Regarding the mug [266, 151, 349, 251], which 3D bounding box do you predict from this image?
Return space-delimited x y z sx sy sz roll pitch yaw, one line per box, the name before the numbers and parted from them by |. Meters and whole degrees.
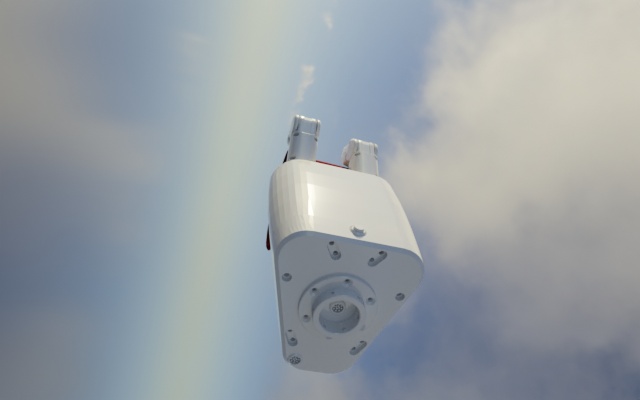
mug | 0.000 0.001 0.443 0.081 0.093 0.117 13 25 -10
